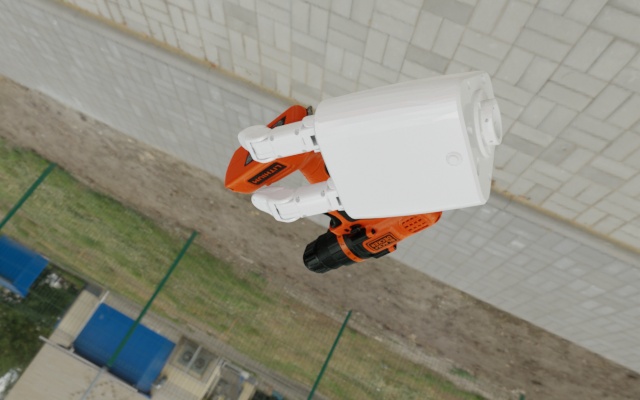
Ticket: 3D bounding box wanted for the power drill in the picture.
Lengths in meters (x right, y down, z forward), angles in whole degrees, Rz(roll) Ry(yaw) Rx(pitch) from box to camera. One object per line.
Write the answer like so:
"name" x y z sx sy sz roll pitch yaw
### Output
"power drill" 0.000 0.001 0.486 0.188 0.057 0.184 34 -48 -30
